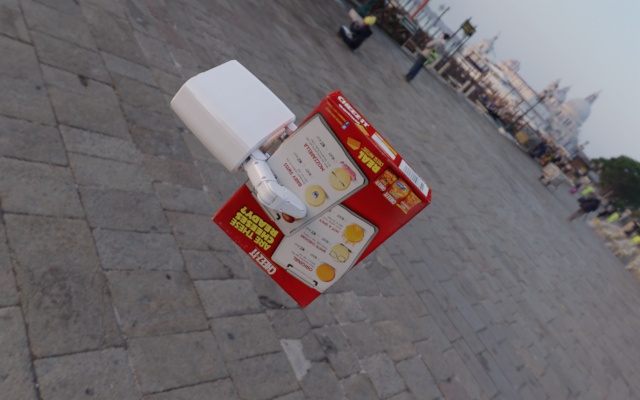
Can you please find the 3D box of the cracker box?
[{"bbox_3d":[0.000,0.002,0.579,0.214,0.164,0.072,-43,4,23],"label":"cracker box"}]
